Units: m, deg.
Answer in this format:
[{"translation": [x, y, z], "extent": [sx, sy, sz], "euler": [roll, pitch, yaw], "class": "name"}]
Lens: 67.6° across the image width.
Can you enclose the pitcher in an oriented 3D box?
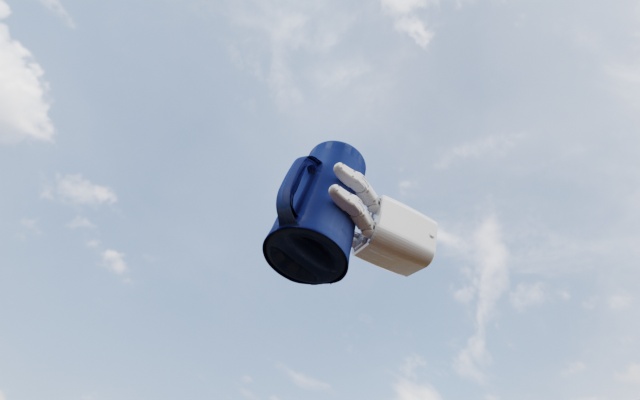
[{"translation": [0.000, 0.003, 0.783], "extent": [0.145, 0.242, 0.149], "euler": [25, -45, -6], "class": "pitcher"}]
